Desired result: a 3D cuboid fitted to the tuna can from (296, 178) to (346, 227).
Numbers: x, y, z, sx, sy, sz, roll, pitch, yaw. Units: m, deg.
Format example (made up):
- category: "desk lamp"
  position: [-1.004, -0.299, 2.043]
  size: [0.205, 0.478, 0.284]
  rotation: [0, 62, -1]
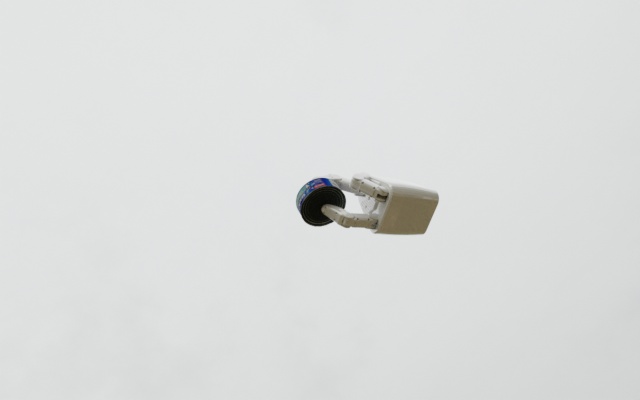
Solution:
- category: "tuna can"
  position: [0.000, 0.002, 0.847]
  size: [0.086, 0.086, 0.033]
  rotation: [0, 33, -24]
